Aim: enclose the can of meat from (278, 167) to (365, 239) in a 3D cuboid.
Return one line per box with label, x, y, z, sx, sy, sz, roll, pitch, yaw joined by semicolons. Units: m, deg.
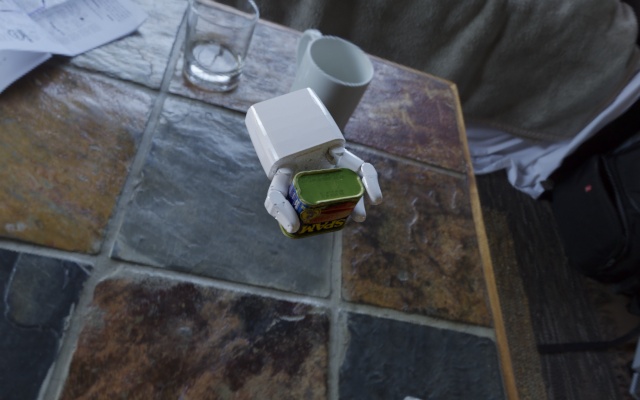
can of meat;0.000;0.002;0.649;0.102;0.057;0.084;-9;-30;-27
